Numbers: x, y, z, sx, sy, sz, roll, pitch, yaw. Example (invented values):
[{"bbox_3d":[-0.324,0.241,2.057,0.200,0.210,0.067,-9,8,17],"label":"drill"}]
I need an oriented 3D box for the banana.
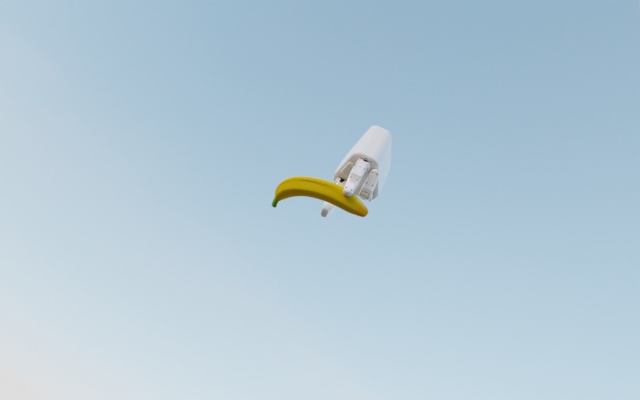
[{"bbox_3d":[-0.007,-0.011,0.884,0.198,0.070,0.037,7,44,24],"label":"banana"}]
